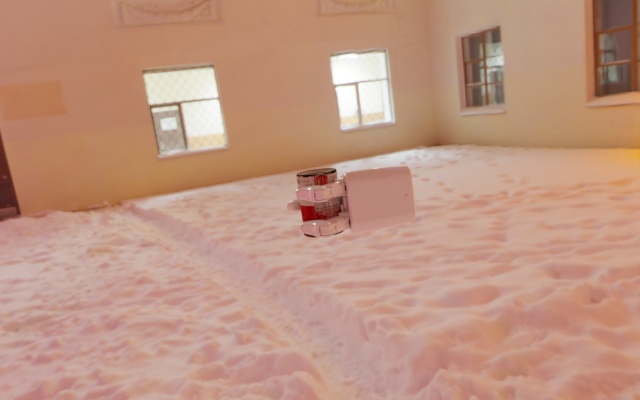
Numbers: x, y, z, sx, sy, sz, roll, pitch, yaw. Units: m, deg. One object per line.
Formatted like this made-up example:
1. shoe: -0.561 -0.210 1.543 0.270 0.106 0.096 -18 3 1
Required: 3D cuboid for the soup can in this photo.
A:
1. soup can: 0.000 0.002 0.775 0.068 0.102 0.068 -7 10 1
